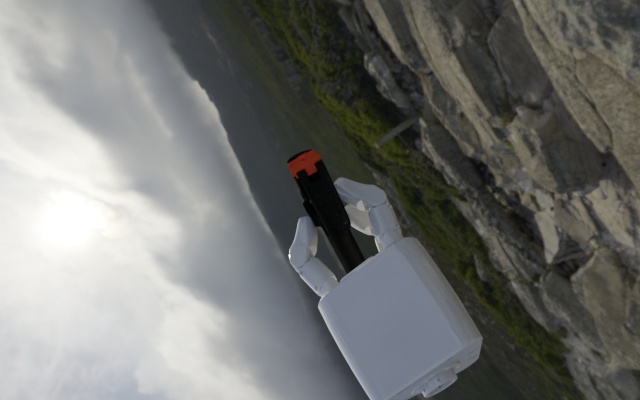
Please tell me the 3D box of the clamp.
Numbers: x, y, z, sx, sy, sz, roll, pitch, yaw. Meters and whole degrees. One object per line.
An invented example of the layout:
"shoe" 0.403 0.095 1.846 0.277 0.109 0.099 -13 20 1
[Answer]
"clamp" -0.001 0.002 0.505 0.036 0.164 0.210 -30 -33 -3
